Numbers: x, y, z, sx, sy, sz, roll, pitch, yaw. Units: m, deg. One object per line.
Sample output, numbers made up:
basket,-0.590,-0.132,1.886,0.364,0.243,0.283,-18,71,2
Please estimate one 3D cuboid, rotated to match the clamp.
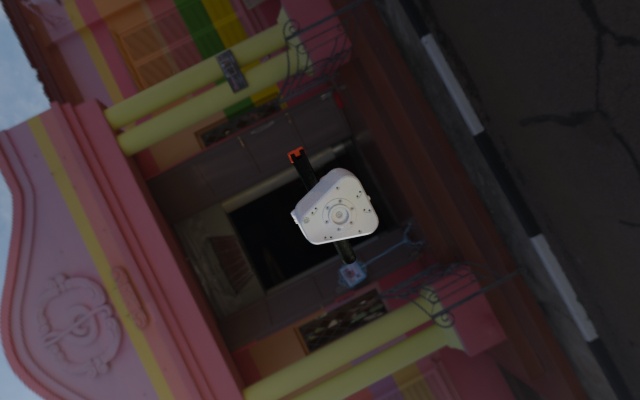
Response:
clamp,-0.001,0.003,0.855,0.036,0.210,0.164,-27,9,-1
